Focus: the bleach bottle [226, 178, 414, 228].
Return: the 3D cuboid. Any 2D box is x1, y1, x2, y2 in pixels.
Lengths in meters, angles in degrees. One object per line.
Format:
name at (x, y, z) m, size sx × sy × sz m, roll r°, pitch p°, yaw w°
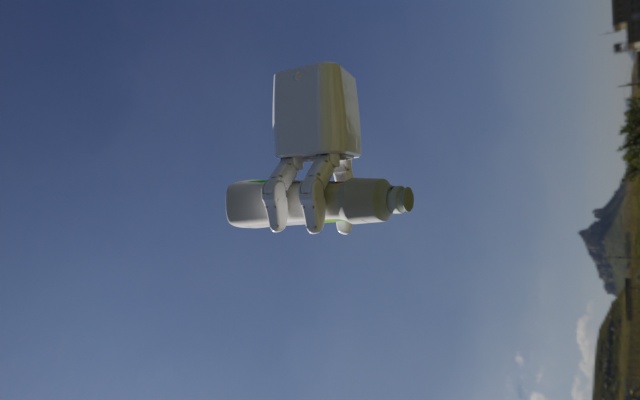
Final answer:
bleach bottle at (0.000, 0.002, 0.606) m, size 0.251 × 0.068 × 0.102 m, roll -2°, pitch 0°, yaw 35°
